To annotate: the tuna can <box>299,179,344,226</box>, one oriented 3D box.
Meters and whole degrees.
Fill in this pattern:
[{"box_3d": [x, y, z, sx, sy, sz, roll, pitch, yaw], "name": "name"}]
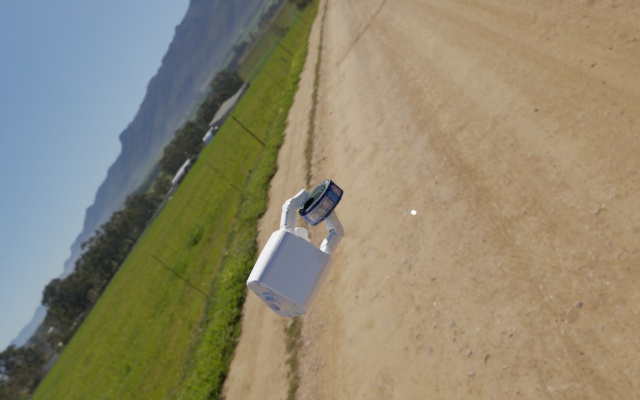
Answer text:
[{"box_3d": [0.000, 0.002, 0.853, 0.034, 0.086, 0.086, 41, -12, -14], "name": "tuna can"}]
